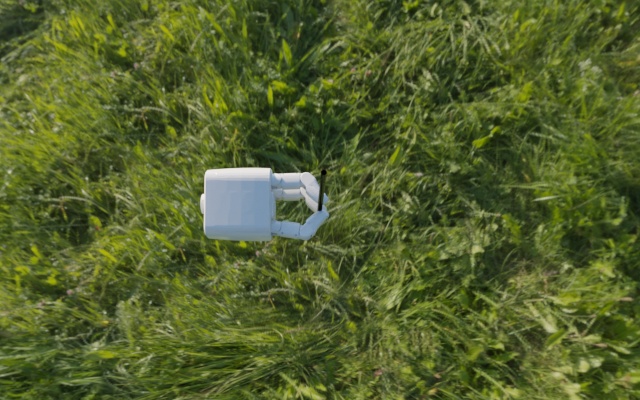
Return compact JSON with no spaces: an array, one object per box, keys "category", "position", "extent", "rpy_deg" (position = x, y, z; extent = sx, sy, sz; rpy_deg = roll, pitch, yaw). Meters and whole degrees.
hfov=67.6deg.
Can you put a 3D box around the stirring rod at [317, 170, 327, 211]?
[{"category":"stirring rod","position":[0.000,0.003,0.746],"extent":[0.011,0.011,0.240],"rpy_deg":[0,-19,-2]}]
